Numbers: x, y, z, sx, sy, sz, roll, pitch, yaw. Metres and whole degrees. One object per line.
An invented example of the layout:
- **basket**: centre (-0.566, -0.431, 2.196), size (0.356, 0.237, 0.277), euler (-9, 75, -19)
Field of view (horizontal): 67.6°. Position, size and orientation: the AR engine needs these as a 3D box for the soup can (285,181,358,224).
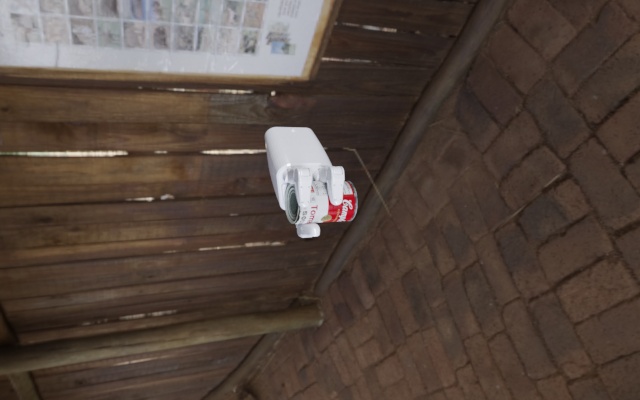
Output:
- **soup can**: centre (0.000, 0.003, 0.780), size (0.102, 0.068, 0.068), euler (-2, 1, -24)
